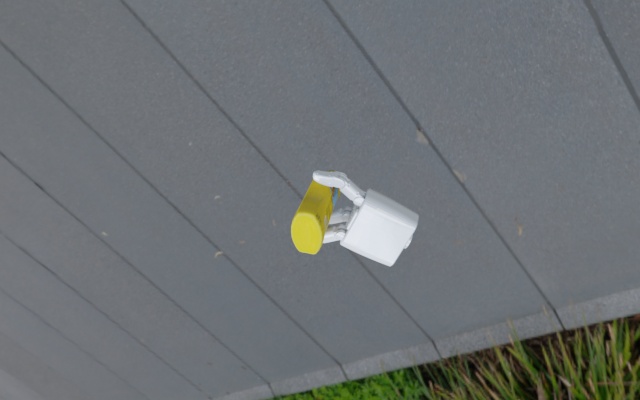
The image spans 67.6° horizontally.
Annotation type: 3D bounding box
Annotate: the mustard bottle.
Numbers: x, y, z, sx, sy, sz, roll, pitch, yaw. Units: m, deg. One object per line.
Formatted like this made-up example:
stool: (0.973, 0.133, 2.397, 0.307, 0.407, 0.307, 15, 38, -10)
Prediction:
mustard bottle: (0.000, 0.003, 0.889, 0.058, 0.096, 0.191, 8, 39, 13)
